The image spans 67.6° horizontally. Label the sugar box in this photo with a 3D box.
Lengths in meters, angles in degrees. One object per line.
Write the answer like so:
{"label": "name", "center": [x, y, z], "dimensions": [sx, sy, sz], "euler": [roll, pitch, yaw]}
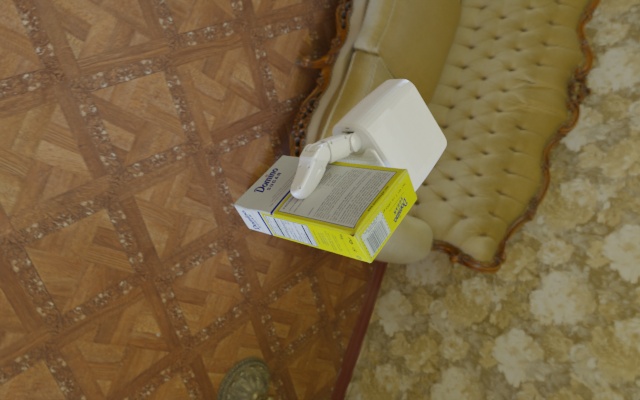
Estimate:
{"label": "sugar box", "center": [0.000, 0.002, 0.500], "dimensions": [0.176, 0.048, 0.093], "euler": [10, 48, 44]}
